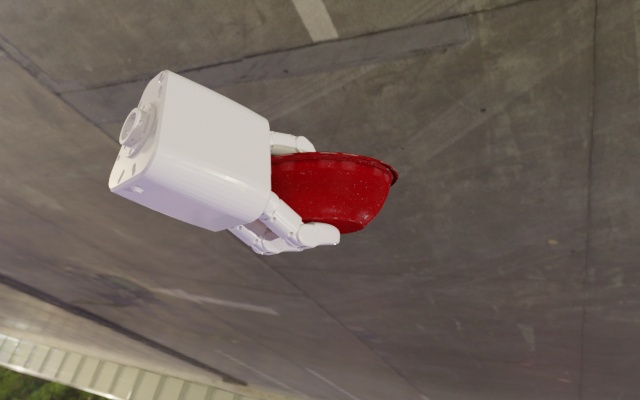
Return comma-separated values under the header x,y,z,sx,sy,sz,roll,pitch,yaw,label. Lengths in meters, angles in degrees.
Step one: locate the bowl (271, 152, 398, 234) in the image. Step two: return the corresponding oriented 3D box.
x,y,z,sx,sy,sz,roll,pitch,yaw,label
0.001,0.002,0.497,0.162,0.055,0.162,0,-14,0,bowl
